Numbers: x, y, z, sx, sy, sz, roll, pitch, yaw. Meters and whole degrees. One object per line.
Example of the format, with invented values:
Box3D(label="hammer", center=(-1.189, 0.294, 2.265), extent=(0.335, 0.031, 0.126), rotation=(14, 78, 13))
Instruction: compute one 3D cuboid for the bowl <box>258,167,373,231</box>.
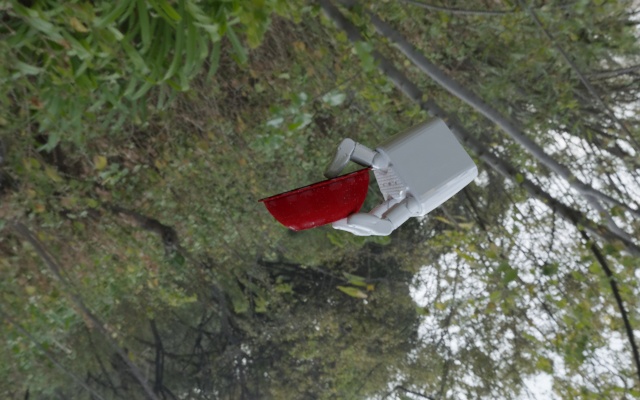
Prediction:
Box3D(label="bowl", center=(-0.001, 0.003, 0.645), extent=(0.162, 0.055, 0.162), rotation=(-16, 2, 1))
